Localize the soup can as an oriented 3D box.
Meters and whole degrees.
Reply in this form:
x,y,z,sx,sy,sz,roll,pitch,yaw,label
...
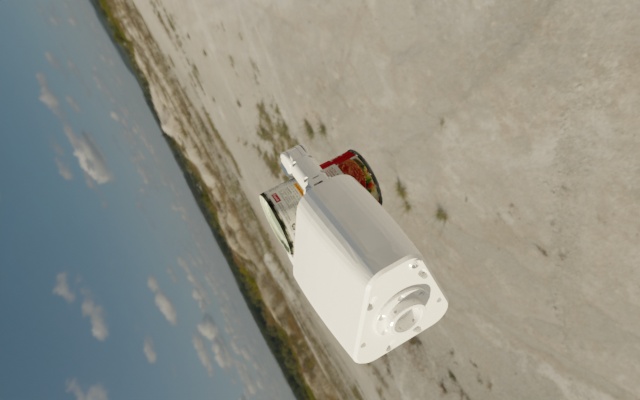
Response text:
x,y,z,sx,sy,sz,roll,pitch,yaw,label
0.000,0.001,0.470,0.102,0.068,0.068,-27,6,-13,soup can
